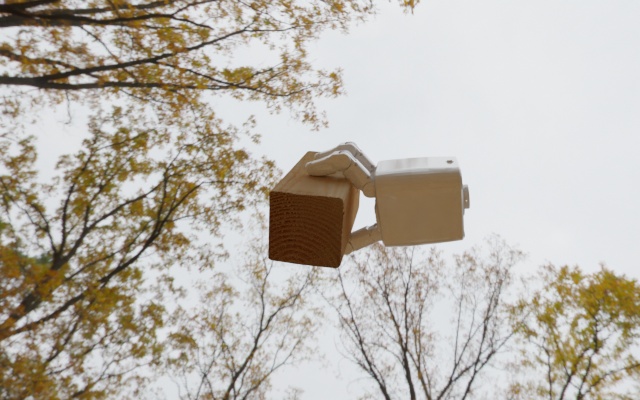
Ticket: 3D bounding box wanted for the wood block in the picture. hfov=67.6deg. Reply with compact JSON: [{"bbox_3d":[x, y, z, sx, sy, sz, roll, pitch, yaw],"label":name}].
[{"bbox_3d":[0.001,0.002,0.648,0.090,0.091,0.206,6,19,9],"label":"wood block"}]
